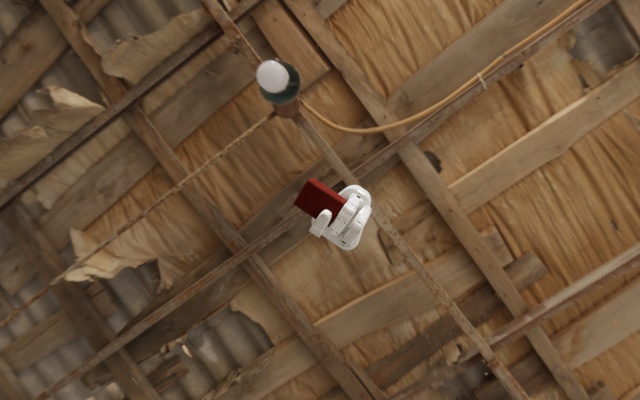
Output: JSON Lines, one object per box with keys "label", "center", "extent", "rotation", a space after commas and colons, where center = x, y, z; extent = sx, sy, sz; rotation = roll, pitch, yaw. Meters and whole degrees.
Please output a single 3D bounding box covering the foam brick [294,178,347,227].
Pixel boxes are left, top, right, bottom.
{"label": "foam brick", "center": [0.000, 0.003, 0.859], "extent": [0.078, 0.053, 0.051], "rotation": [34, 12, 3]}
